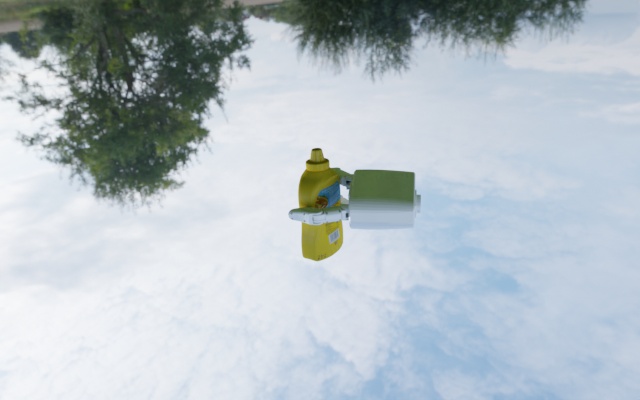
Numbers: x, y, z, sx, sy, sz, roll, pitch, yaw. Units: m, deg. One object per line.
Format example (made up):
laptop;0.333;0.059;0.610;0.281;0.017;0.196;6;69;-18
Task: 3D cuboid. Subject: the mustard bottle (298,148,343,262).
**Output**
mustard bottle;0.000;0.003;0.831;0.058;0.192;0.096;12;27;33
